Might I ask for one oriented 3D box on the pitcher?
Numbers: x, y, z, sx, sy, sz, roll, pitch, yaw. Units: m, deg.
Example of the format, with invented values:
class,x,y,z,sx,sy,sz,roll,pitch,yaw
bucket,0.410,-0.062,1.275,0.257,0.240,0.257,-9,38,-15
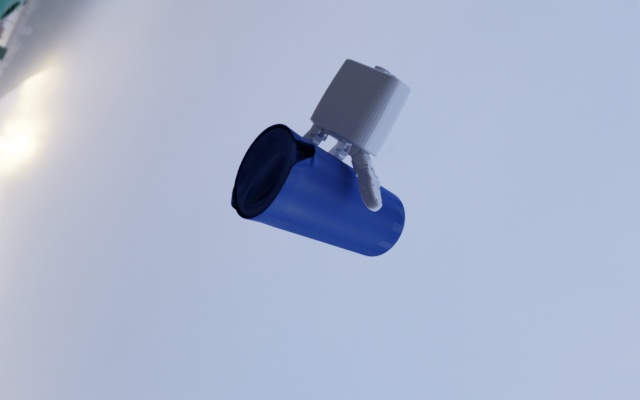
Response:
class,x,y,z,sx,sy,sz,roll,pitch,yaw
pitcher,0.000,0.002,0.692,0.243,0.145,0.149,25,8,-36
